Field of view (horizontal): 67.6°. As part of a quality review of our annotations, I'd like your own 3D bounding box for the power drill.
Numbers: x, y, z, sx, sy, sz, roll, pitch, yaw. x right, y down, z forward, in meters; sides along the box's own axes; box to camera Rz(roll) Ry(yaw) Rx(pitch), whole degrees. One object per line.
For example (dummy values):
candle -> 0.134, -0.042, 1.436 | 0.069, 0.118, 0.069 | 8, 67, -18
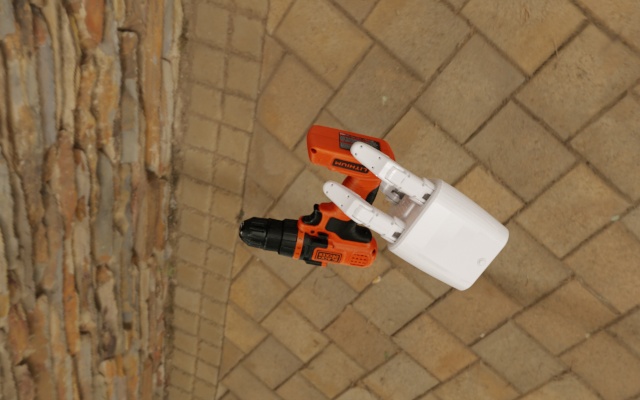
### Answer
power drill -> 0.000, 0.002, 0.592 | 0.184, 0.188, 0.057 | 10, 39, -10
